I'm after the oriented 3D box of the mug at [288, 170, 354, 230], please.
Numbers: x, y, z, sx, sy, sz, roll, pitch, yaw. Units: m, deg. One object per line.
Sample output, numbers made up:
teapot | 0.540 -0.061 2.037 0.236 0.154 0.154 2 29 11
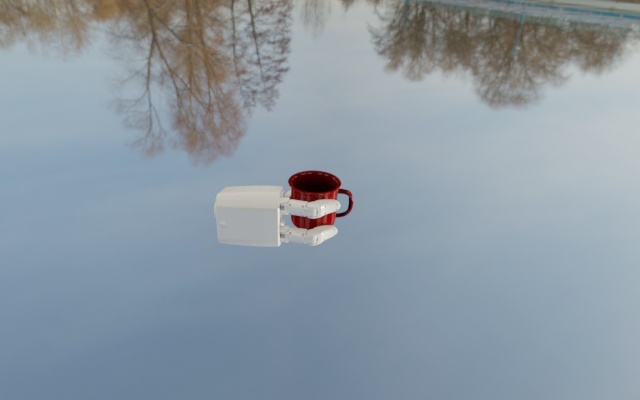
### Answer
mug | 0.002 0.003 0.851 0.117 0.081 0.093 3 29 0
